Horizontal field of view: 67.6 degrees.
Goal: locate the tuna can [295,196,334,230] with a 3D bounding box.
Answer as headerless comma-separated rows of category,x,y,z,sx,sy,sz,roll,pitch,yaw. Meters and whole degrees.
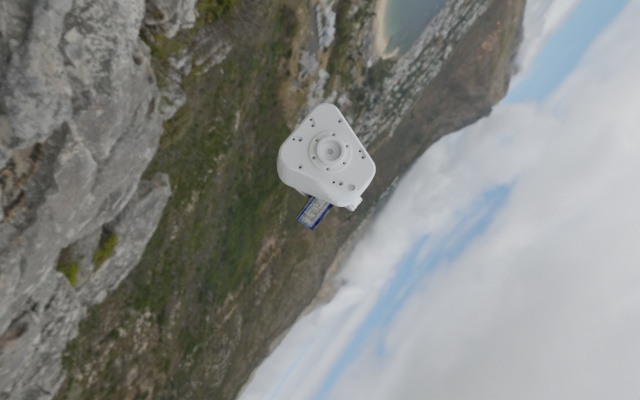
tuna can,0.001,0.003,0.722,0.034,0.086,0.086,37,-1,-2
